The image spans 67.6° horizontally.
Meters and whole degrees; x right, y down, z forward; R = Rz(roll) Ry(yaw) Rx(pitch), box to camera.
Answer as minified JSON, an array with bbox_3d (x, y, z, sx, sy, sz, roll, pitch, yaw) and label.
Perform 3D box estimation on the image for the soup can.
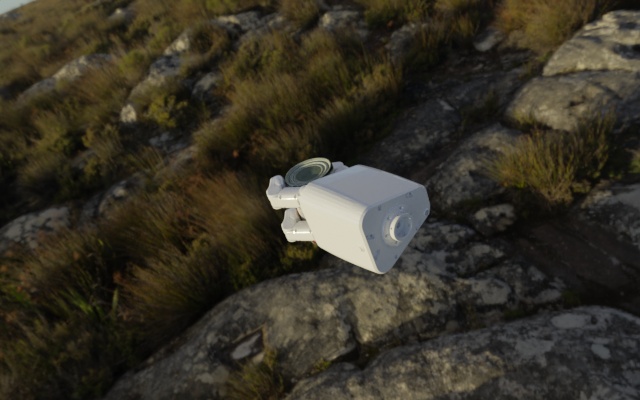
[{"bbox_3d":[0.000,0.002,0.646,0.068,0.102,0.068,-16,32,10],"label":"soup can"}]
